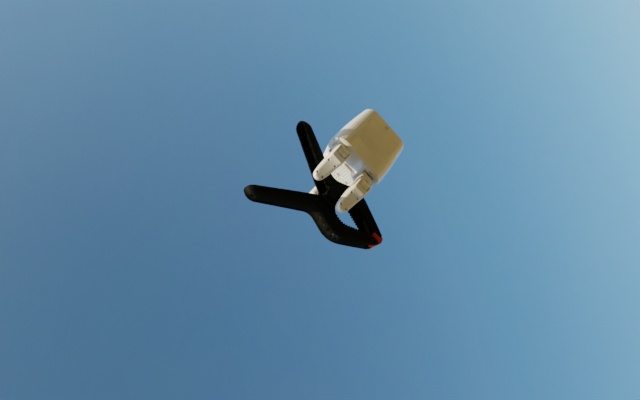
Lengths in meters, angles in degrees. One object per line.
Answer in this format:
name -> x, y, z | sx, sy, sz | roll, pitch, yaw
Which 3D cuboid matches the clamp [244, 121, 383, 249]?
clamp -> 0.000, 0.003, 0.680 | 0.164, 0.210, 0.036 | -48, 8, -38
